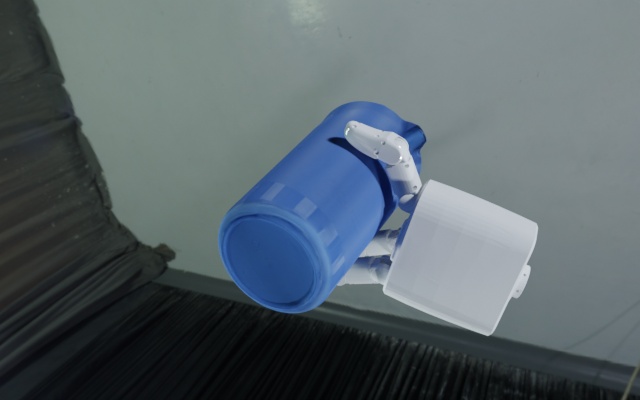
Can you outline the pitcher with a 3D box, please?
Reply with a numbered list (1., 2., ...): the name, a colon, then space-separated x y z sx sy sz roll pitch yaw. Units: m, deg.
1. pitcher: 0.000 0.002 0.484 0.145 0.149 0.242 24 35 15
